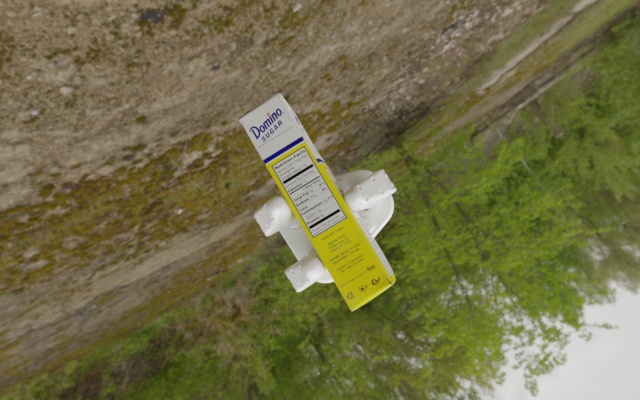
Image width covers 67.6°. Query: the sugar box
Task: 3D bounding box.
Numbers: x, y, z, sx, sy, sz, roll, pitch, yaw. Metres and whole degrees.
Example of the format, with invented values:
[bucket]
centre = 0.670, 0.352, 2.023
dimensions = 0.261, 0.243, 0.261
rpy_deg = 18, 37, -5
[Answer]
[sugar box]
centre = 0.000, 0.002, 0.410
dimensions = 0.048, 0.176, 0.093
rpy_deg = -34, -6, 4
